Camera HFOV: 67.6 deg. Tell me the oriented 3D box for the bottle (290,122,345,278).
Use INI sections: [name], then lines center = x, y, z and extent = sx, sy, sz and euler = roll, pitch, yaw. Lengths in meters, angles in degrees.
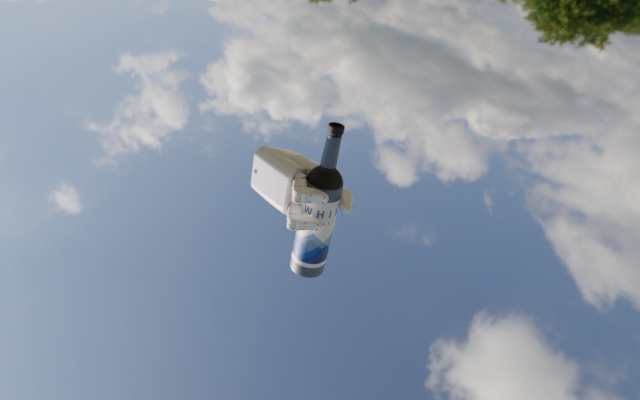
[bottle]
center = 0.000, 0.003, 0.848
extent = 0.069, 0.296, 0.069
euler = 9, 30, -5
